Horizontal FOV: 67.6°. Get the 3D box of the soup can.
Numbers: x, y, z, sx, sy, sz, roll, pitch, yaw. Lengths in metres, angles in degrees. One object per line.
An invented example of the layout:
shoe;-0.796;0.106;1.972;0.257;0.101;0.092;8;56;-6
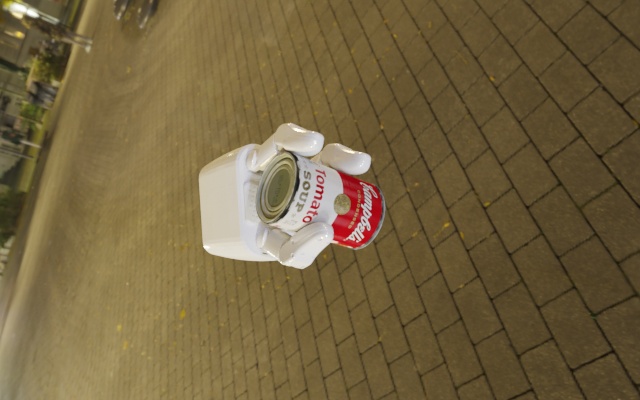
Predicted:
soup can;0.000;0.001;0.442;0.102;0.068;0.068;19;-11;-34
